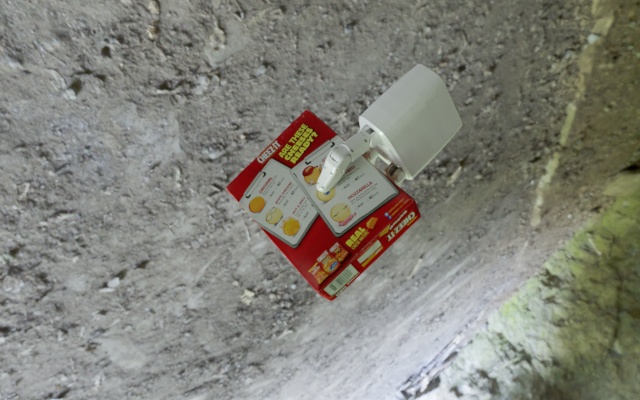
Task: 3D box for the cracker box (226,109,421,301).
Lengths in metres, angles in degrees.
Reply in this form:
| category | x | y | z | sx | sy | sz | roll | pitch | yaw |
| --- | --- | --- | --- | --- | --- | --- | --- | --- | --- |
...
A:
| category | x | y | z | sx | sy | sz | roll | pitch | yaw |
| --- | --- | --- | --- | --- | --- | --- | --- | --- | --- |
| cracker box | 0.000 | 0.002 | 0.645 | 0.213 | 0.164 | 0.072 | 44 | -3 | 30 |
